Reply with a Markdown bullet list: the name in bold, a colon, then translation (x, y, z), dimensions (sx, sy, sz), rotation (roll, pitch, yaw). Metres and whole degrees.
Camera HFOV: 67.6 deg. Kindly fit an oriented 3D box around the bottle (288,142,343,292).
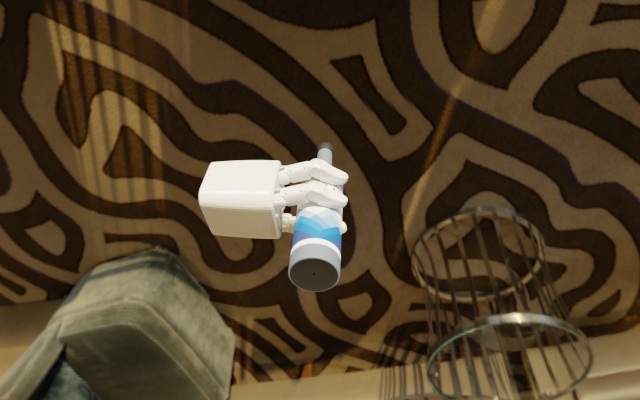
- **bottle**: translation (0.000, 0.003, 0.720), dimensions (0.069, 0.069, 0.295), rotation (0, 39, 4)
